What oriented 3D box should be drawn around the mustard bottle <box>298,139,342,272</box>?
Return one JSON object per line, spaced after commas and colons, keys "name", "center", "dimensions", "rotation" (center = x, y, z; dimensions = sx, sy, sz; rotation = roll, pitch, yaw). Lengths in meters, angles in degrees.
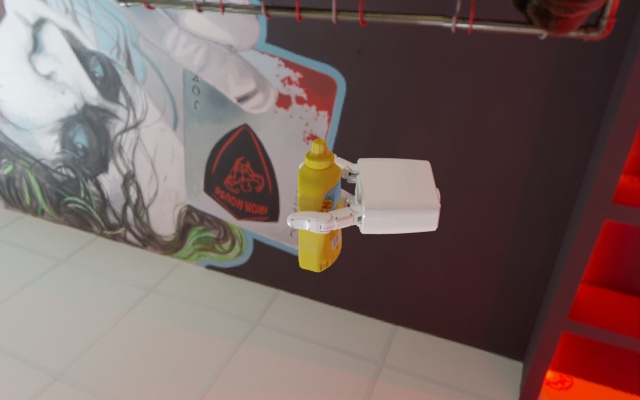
{"name": "mustard bottle", "center": [0.000, 0.002, 0.693], "dimensions": [0.058, 0.192, 0.096], "rotation": [13, 33, 20]}
